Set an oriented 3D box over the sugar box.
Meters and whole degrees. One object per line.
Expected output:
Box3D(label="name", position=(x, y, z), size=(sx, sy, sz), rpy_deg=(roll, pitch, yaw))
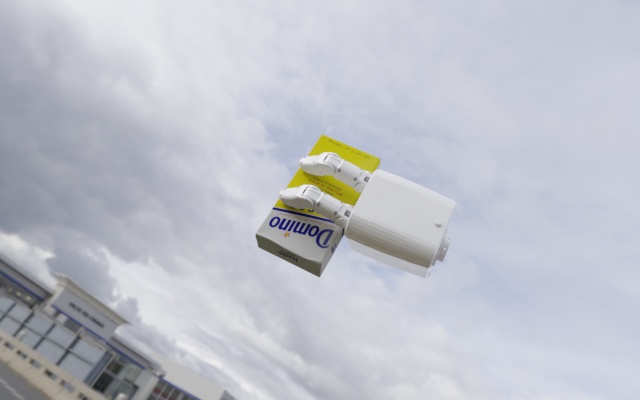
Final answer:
Box3D(label="sugar box", position=(0.000, 0.002, 0.622), size=(0.093, 0.176, 0.048), rpy_deg=(24, -30, 13))
